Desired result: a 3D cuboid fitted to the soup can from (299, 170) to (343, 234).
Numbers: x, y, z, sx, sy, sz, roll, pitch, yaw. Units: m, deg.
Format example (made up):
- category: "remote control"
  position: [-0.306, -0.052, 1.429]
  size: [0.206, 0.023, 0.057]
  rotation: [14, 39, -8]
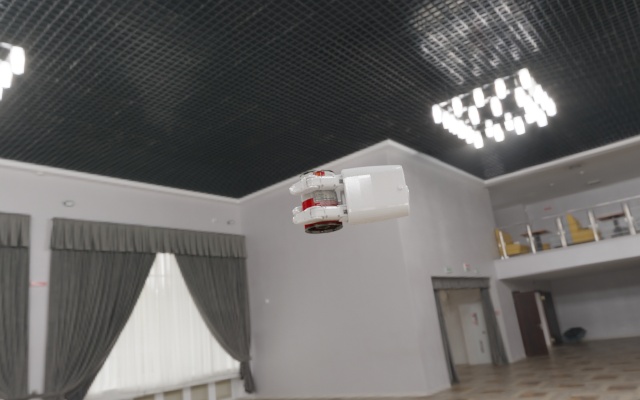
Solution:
- category: "soup can"
  position: [0.000, 0.003, 0.857]
  size: [0.068, 0.102, 0.068]
  rotation: [-7, -15, -2]
